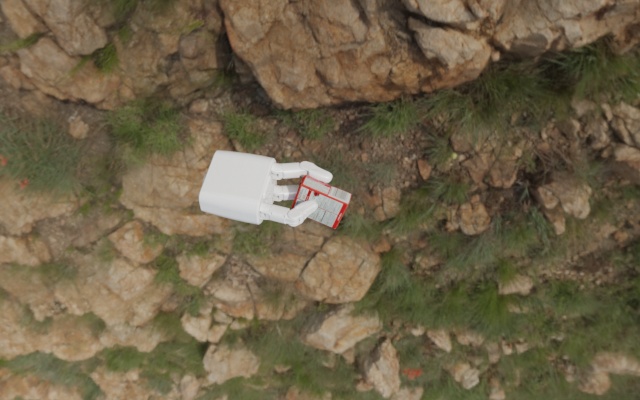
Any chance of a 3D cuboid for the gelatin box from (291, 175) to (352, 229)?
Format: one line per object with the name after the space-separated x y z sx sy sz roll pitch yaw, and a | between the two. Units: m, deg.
0.000 0.003 0.827 0.089 0.030 0.073 23 -43 0 | gelatin box
